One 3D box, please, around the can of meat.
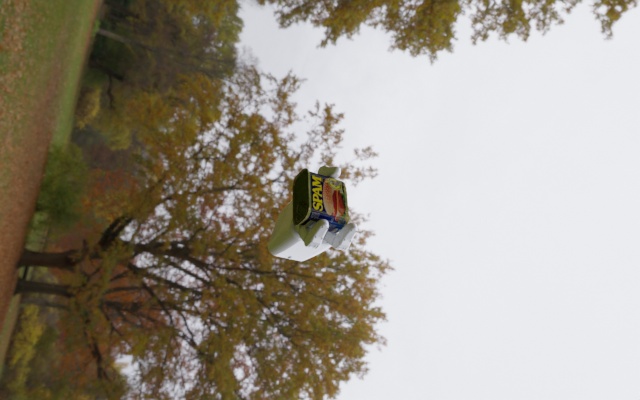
[{"bbox_3d":[0.000,0.003,0.847,0.084,0.102,0.057,15,-35,-28],"label":"can of meat"}]
